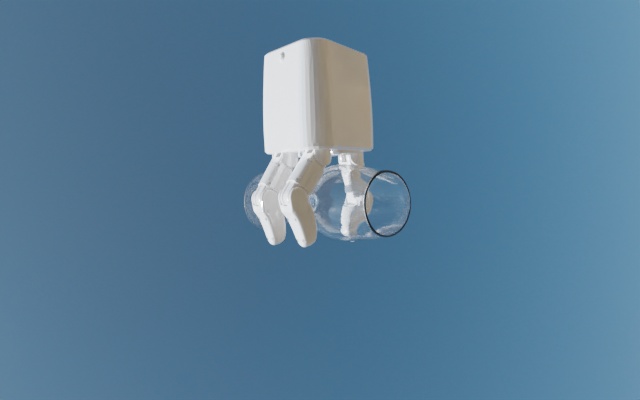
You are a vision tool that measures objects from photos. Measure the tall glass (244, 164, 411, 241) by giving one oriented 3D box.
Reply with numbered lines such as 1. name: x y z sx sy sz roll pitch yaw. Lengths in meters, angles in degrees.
1. tall glass: 0.000 0.002 0.512 0.079 0.079 0.201 0 1 -39
